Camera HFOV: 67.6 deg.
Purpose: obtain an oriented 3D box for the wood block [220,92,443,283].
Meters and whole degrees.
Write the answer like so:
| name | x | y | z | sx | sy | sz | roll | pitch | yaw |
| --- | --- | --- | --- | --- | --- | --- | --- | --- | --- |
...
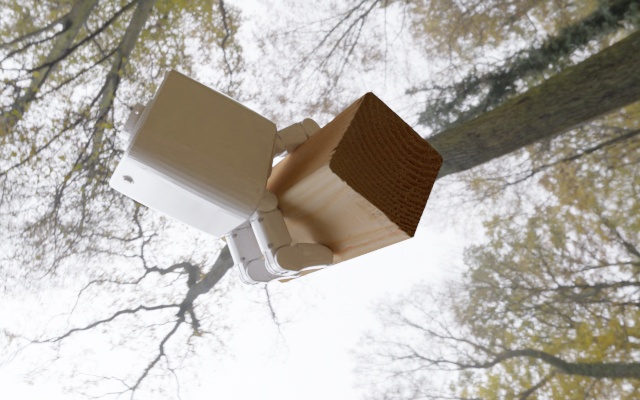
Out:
| name | x | y | z | sx | sy | sz | roll | pitch | yaw |
| --- | --- | --- | --- | --- | --- | --- | --- | --- | --- |
| wood block | 0.000 | 0.001 | 0.446 | 0.090 | 0.090 | 0.206 | 39 | -34 | -16 |
